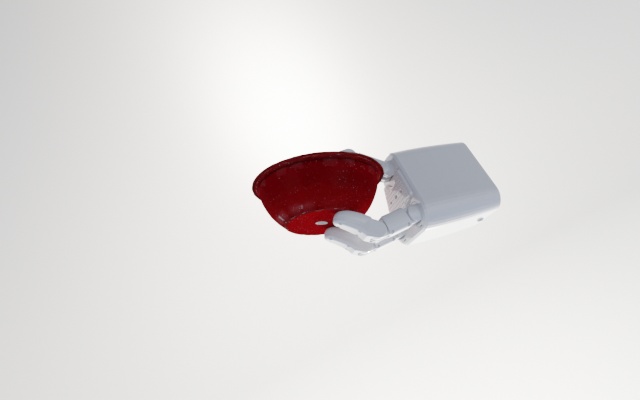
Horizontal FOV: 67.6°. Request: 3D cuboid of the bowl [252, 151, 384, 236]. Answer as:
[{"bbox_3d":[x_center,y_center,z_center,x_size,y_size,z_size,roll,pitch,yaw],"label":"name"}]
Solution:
[{"bbox_3d":[-0.001,0.002,0.573,0.162,0.055,0.162,-6,-22,-2],"label":"bowl"}]
